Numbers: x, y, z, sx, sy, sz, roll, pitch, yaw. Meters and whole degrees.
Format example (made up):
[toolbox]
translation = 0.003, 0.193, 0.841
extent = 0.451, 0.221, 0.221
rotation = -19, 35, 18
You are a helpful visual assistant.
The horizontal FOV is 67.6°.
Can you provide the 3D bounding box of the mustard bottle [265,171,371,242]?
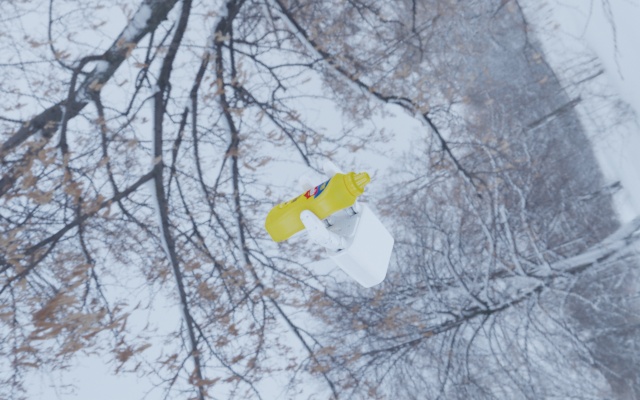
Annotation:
[mustard bottle]
translation = 0.000, 0.002, 0.800
extent = 0.192, 0.058, 0.096
rotation = -27, 10, 26
